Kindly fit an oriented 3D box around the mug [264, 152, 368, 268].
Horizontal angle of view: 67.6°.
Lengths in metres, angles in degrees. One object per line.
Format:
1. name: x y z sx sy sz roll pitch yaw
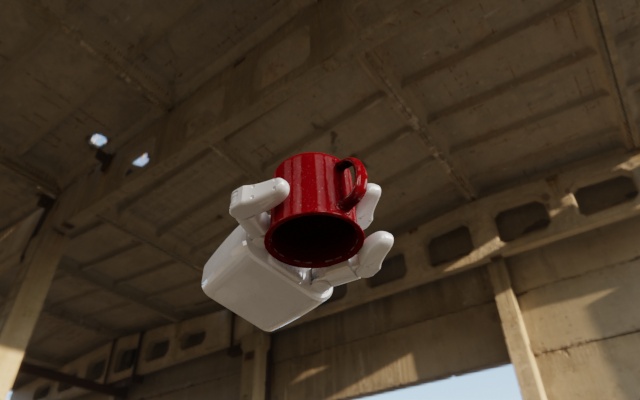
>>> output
1. mug: 0.001 0.001 0.458 0.093 0.081 0.117 24 -46 -29
